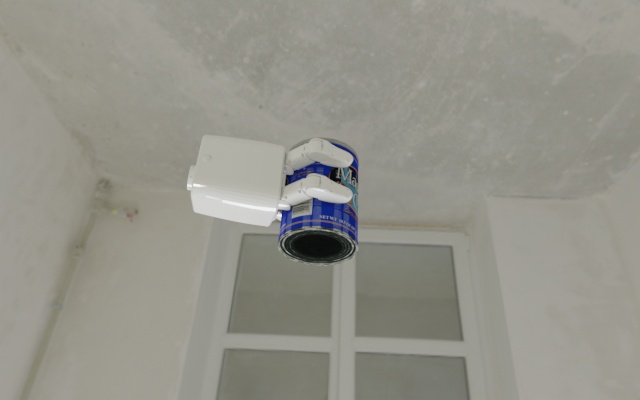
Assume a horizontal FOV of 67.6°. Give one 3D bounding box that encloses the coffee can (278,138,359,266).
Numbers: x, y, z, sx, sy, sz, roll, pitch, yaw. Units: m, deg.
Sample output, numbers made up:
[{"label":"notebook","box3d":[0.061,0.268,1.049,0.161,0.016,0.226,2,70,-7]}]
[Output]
[{"label":"coffee can","box3d":[0.000,0.002,0.640,0.103,0.140,0.103,2,-33,2]}]
